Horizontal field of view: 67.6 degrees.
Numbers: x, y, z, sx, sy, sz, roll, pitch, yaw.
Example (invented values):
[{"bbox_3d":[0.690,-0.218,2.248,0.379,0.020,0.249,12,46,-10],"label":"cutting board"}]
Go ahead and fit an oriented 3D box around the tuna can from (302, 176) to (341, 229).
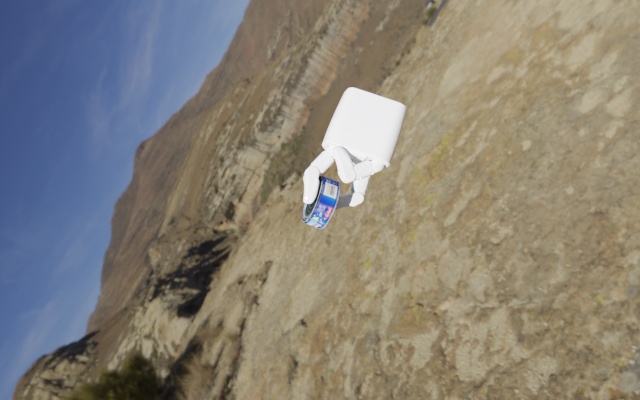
[{"bbox_3d":[0.000,0.002,0.798,0.034,0.086,0.086,20,-5,-14],"label":"tuna can"}]
